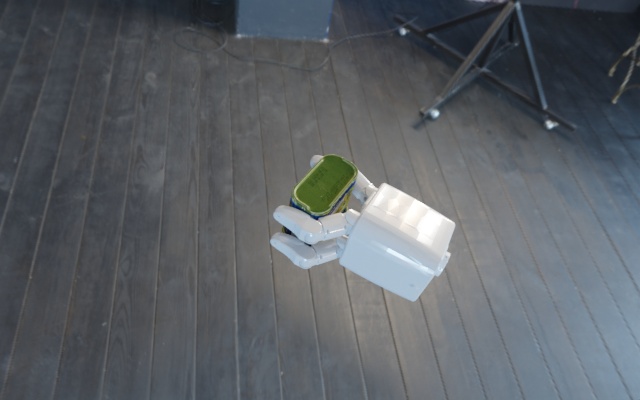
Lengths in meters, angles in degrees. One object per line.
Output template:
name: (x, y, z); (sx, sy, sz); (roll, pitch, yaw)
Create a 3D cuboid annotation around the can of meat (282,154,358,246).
can of meat: (0.000, 0.002, 0.602); (0.057, 0.102, 0.084); (32, -36, 12)
